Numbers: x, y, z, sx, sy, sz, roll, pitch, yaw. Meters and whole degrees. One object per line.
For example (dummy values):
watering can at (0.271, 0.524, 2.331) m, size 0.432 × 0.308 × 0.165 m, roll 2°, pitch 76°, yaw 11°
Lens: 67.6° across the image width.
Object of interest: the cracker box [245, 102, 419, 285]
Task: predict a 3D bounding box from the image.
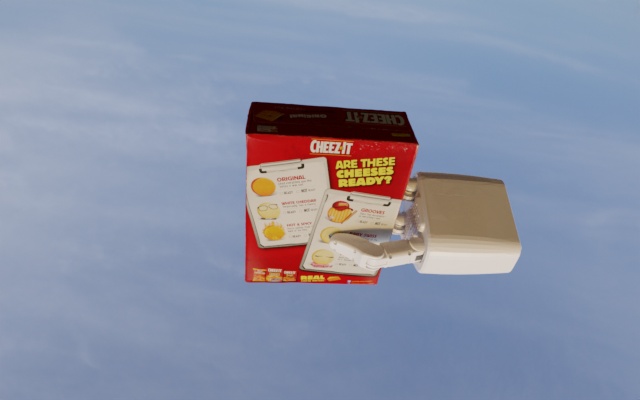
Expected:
cracker box at (0.000, 0.002, 0.531) m, size 0.164 × 0.214 × 0.072 m, roll 2°, pitch 41°, yaw -7°
